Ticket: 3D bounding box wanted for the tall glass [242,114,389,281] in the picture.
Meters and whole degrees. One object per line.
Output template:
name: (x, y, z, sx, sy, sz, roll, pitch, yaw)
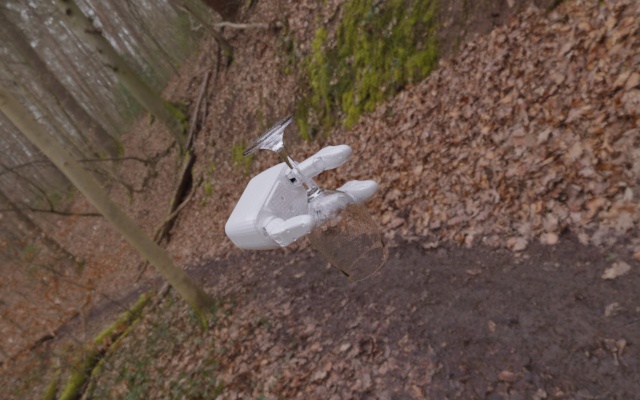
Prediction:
tall glass: (0.000, 0.001, 0.559, 0.079, 0.201, 0.079, -35, 16, 11)
